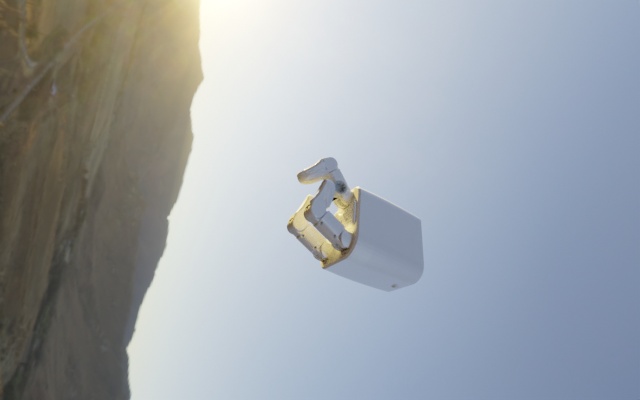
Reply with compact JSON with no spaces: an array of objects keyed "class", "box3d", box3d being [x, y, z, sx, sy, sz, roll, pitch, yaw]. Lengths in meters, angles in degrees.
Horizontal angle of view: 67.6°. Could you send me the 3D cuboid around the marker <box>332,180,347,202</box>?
[{"class":"marker","box3d":[0.000,0.002,0.653,0.020,0.020,0.121,0,-18,-26]}]
